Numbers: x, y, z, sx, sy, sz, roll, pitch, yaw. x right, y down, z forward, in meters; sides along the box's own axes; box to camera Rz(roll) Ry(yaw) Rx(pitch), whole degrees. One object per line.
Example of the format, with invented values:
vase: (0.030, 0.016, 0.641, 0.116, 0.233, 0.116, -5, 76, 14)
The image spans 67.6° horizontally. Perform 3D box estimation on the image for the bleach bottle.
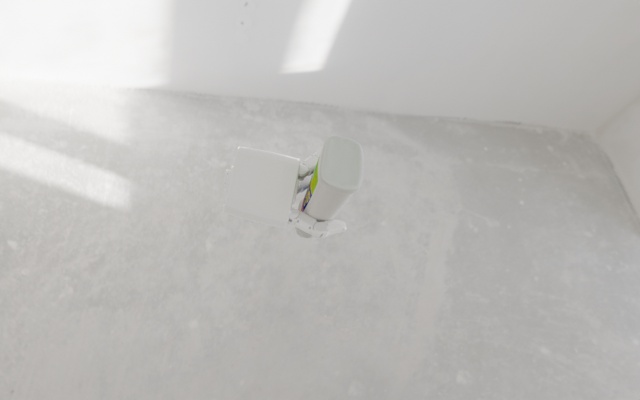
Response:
bleach bottle: (0.000, 0.003, 0.816, 0.068, 0.102, 0.251, 14, -34, -10)
